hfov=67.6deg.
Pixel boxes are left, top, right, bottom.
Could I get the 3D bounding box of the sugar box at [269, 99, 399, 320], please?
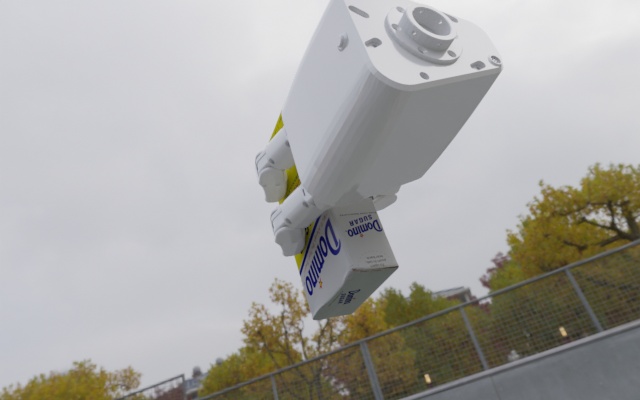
[{"bbox_3d":[0.000,0.001,0.408,0.048,0.176,0.093,-2,-33,-24],"label":"sugar box"}]
